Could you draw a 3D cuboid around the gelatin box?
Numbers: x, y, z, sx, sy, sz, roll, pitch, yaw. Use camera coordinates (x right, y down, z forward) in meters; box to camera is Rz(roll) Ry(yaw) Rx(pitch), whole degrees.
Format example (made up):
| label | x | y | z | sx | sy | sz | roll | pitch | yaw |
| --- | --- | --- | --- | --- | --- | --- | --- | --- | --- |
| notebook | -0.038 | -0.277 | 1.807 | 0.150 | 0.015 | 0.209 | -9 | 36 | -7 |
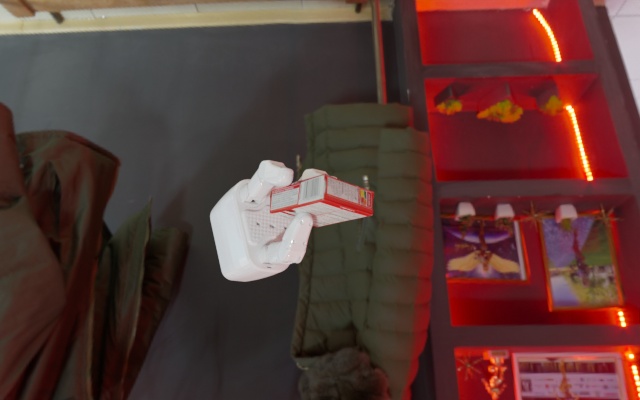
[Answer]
| label | x | y | z | sx | sy | sz | roll | pitch | yaw |
| --- | --- | --- | --- | --- | --- | --- | --- | --- | --- |
| gelatin box | 0.000 | 0.002 | 0.509 | 0.073 | 0.030 | 0.089 | 18 | -22 | -40 |
